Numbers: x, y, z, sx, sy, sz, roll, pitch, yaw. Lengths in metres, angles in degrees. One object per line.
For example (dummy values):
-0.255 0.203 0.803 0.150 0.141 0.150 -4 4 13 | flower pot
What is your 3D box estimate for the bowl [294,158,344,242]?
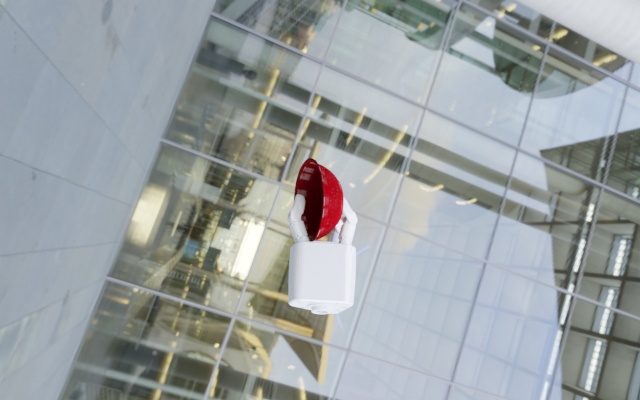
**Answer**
0.001 0.002 0.893 0.055 0.162 0.162 1 -1 -22 | bowl
